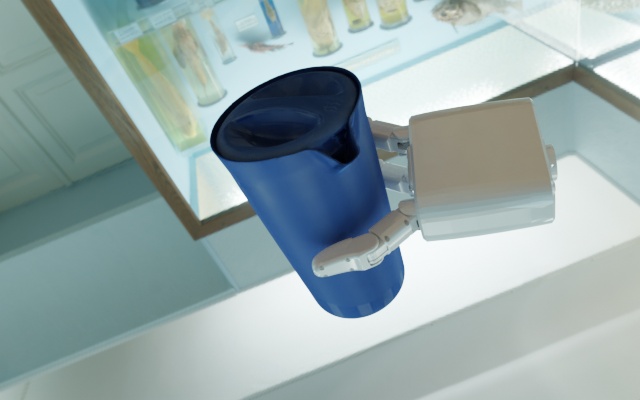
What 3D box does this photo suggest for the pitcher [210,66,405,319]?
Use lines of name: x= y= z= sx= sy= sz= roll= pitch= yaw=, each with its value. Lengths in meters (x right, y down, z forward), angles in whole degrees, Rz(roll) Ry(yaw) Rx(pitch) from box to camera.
pitcher: x=0.000 y=0.002 z=0.471 sx=0.145 sy=0.243 sz=0.149 roll=-10 pitch=41 yaw=17
